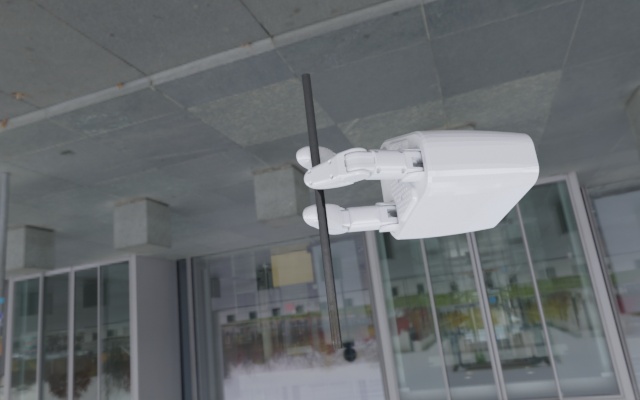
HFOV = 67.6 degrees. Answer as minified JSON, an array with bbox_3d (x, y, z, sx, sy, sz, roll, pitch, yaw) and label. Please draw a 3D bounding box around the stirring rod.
[{"bbox_3d":[0.000,0.001,0.406,0.011,0.239,0.011,-6,-15,-2],"label":"stirring rod"}]
